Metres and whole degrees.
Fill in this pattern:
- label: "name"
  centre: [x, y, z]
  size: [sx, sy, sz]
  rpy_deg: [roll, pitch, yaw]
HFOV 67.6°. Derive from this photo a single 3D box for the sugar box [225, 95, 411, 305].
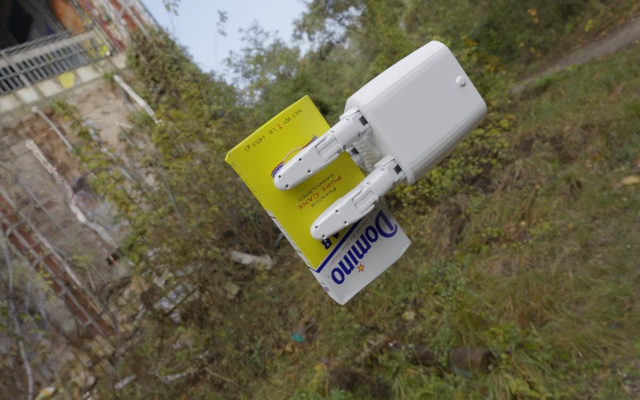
- label: "sugar box"
  centre: [0.000, 0.001, 0.451]
  size: [0.093, 0.176, 0.048]
  rpy_deg: [-39, 8, -11]
